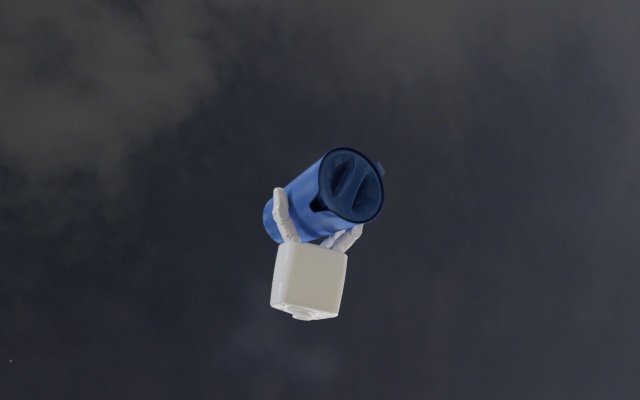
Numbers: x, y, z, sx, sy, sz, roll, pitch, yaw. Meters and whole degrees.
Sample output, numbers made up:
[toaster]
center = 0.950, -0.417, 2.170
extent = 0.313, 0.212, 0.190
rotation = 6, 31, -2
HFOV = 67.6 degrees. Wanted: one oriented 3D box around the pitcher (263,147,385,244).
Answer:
[pitcher]
center = 0.000, 0.003, 0.874
extent = 0.149, 0.145, 0.243
rotation = 20, -26, -26
